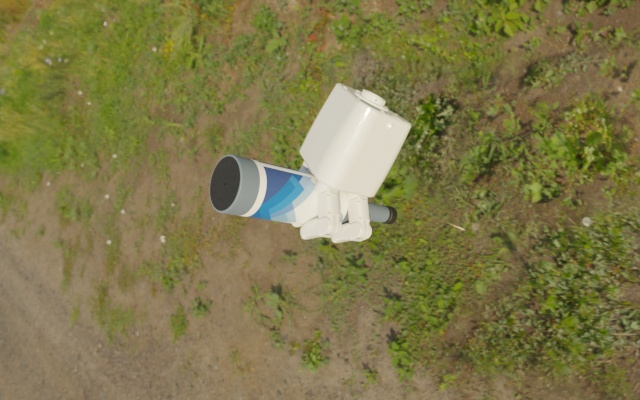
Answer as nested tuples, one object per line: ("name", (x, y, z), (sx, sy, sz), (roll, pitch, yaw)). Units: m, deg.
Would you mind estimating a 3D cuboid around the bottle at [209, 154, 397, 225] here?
("bottle", (0.000, 0.002, 0.630), (0.296, 0.069, 0.069), (11, -8, -42))
